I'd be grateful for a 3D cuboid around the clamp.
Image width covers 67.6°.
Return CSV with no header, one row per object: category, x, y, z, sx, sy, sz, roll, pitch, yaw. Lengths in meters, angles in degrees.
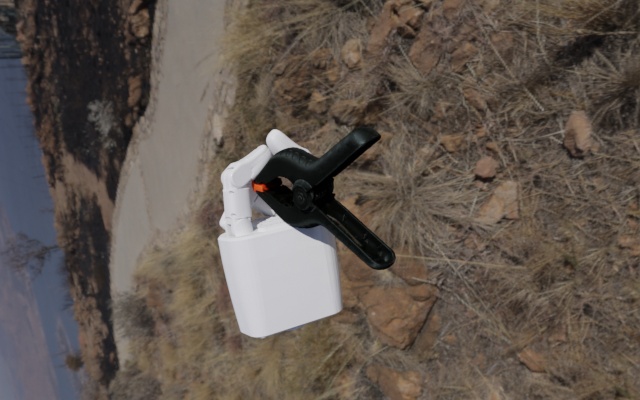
clamp,-0.001,0.001,0.435,0.039,0.120,0.171,-17,10,-37
